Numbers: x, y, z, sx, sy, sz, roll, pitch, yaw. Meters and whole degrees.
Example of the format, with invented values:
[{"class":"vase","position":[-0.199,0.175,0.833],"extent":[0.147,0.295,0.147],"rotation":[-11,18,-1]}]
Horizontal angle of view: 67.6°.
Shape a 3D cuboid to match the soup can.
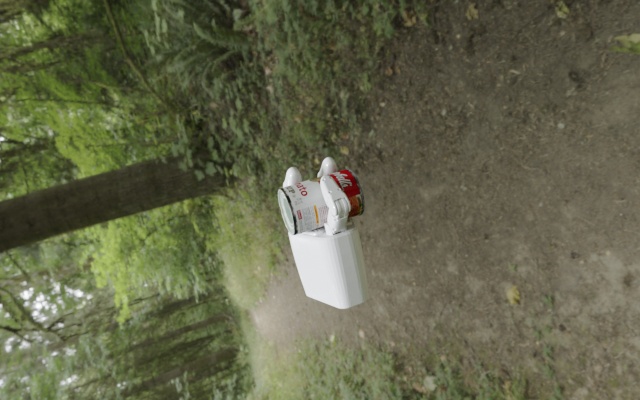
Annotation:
[{"class":"soup can","position":[0.000,0.002,0.655],"extent":[0.102,0.068,0.068],"rotation":[-17,5,-16]}]
